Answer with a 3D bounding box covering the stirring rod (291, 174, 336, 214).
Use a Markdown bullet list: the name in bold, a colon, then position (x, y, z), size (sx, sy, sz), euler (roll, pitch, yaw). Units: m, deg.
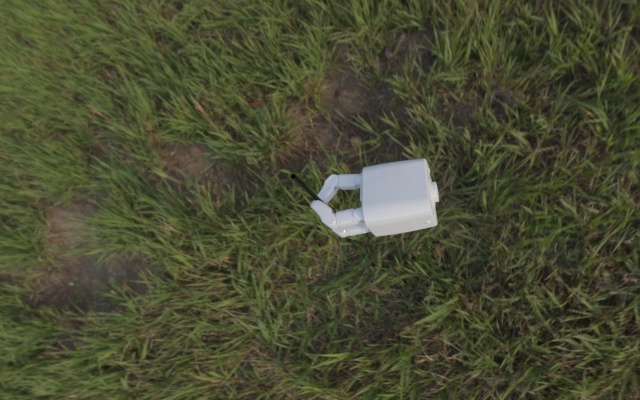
- **stirring rod**: position (0.000, 0.003, 0.808), size (0.011, 0.011, 0.240), euler (0, -19, 21)
